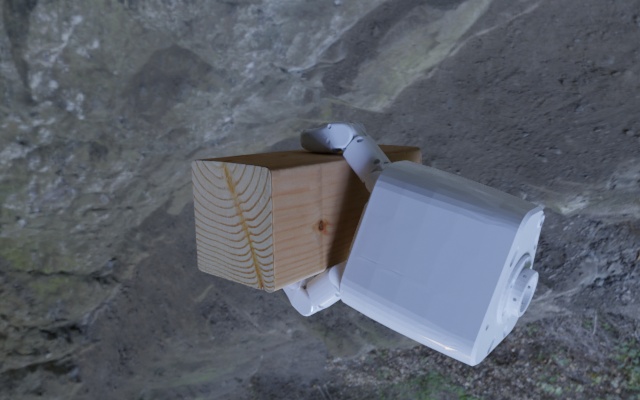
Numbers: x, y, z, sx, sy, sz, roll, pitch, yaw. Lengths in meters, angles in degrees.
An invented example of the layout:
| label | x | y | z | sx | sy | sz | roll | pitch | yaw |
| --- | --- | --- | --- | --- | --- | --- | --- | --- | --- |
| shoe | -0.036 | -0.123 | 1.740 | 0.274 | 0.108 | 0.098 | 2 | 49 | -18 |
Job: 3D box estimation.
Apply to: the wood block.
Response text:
| label | x | y | z | sx | sy | sz | roll | pitch | yaw |
| --- | --- | --- | --- | --- | --- | --- | --- | --- | --- |
| wood block | 0.000 | 0.001 | 0.425 | 0.090 | 0.091 | 0.206 | 8 | 13 | 39 |
